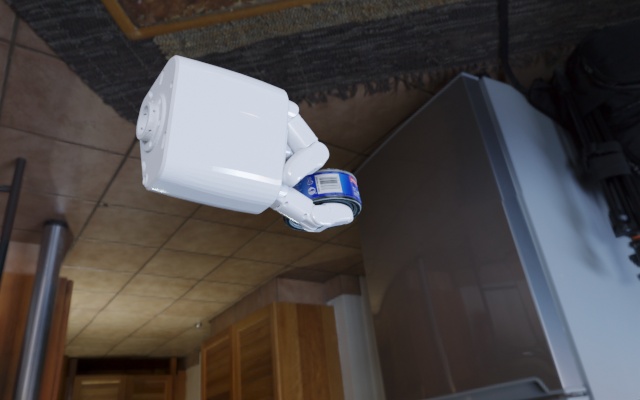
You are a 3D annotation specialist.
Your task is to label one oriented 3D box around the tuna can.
[{"bbox_3d":[0.000,0.002,0.512,0.086,0.033,0.086,-9,-25,-4],"label":"tuna can"}]
